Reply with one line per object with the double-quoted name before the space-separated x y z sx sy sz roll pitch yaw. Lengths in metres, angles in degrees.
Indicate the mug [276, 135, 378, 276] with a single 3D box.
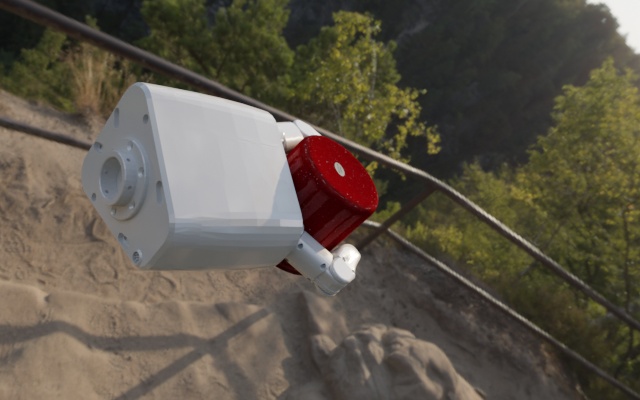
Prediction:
"mug" 0.001 0.001 0.404 0.081 0.093 0.117 -44 -26 28
